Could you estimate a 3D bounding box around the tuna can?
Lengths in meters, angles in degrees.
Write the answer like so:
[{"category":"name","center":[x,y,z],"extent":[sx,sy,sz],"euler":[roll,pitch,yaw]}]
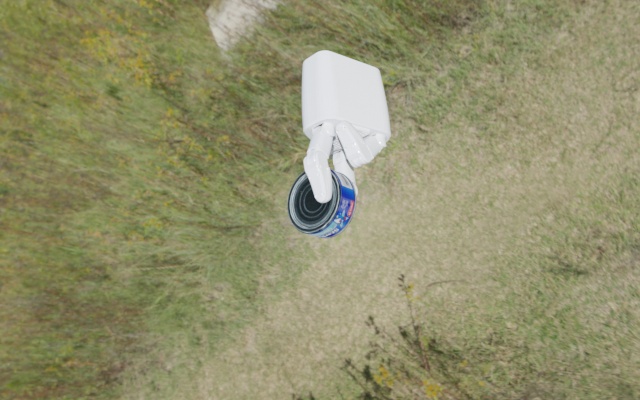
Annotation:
[{"category":"tuna can","center":[0.000,0.002,0.586],"extent":[0.086,0.086,0.034],"euler":[0,-12,40]}]
